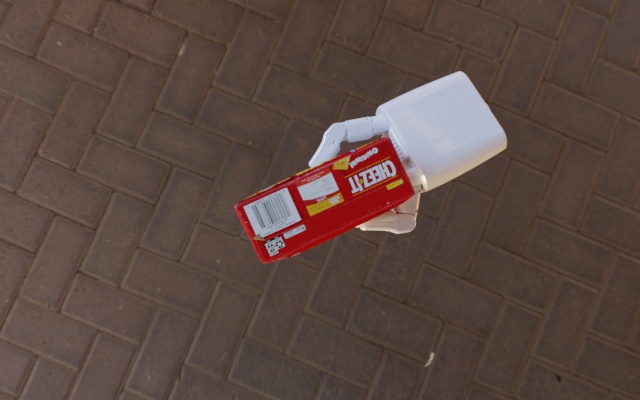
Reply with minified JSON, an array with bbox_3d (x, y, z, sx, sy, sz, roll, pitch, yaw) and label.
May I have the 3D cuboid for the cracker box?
[{"bbox_3d":[0.000,0.002,0.553,0.164,0.072,0.213,-25,0,-3],"label":"cracker box"}]
